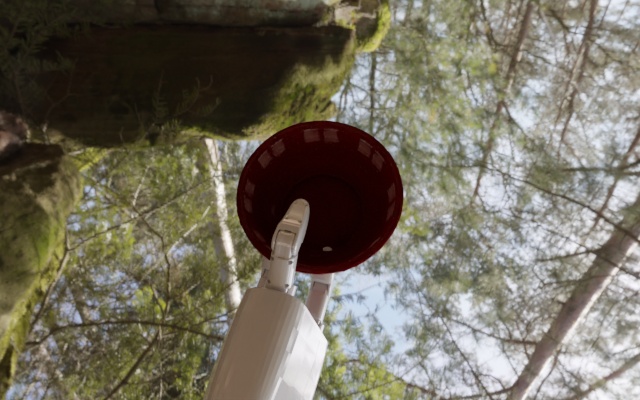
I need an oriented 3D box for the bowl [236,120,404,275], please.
[{"bbox_3d":[0.001,0.001,0.484,0.162,0.162,0.055,0,-22,4],"label":"bowl"}]
